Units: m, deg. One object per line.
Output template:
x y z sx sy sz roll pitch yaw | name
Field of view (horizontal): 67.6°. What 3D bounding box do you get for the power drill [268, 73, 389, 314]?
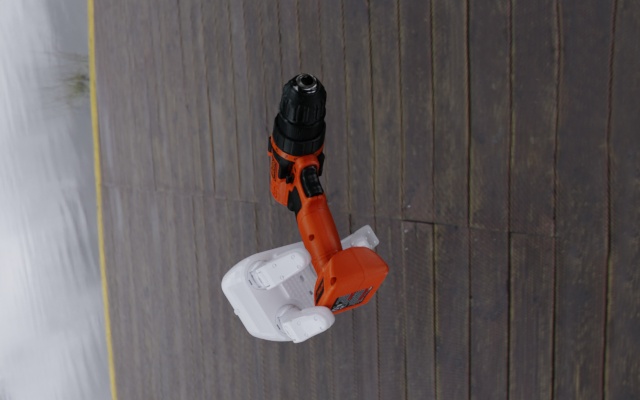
0.000 0.002 0.450 0.057 0.187 0.184 -13 -27 -14 | power drill
